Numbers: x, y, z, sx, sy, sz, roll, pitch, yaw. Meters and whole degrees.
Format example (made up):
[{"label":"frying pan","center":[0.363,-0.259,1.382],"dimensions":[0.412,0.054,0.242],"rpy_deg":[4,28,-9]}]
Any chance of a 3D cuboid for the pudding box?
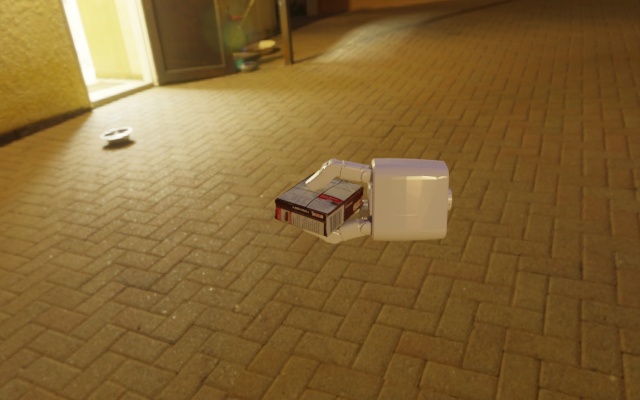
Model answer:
[{"label":"pudding box","center":[0.000,0.002,0.704],"dimensions":[0.090,0.039,0.113],"rpy_deg":[16,30,27]}]
